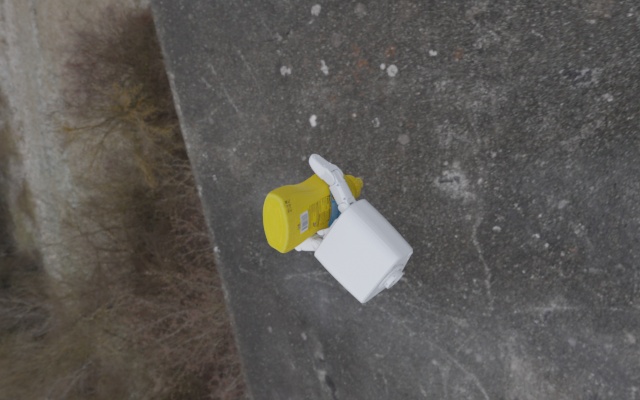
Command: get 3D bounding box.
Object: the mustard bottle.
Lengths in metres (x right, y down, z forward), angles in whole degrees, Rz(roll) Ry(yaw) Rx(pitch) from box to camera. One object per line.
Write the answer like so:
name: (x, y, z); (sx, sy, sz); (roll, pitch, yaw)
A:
mustard bottle: (0.000, 0.002, 0.744); (0.058, 0.096, 0.191); (25, 37, 38)
